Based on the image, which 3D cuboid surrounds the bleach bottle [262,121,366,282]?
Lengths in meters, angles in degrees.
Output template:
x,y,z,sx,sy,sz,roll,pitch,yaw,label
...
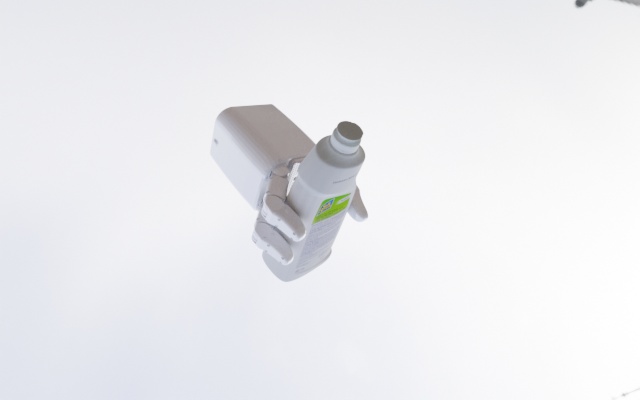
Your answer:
x,y,z,sx,sy,sz,roll,pitch,yaw,label
0.000,0.002,0.578,0.102,0.068,0.251,-29,-23,-36,bleach bottle
